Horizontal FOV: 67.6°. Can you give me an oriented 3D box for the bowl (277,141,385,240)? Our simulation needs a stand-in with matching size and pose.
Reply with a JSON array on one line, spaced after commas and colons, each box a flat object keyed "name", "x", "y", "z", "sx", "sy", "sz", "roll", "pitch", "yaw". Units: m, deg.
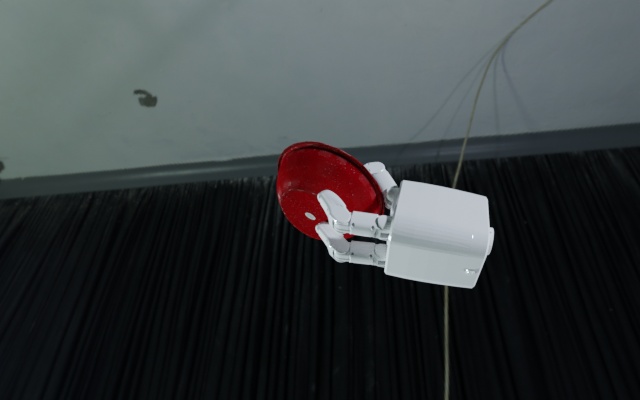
[{"name": "bowl", "x": -0.001, "y": 0.002, "z": 0.632, "sx": 0.162, "sy": 0.162, "sz": 0.055, "roll": 0, "pitch": 42, "yaw": 39}]
